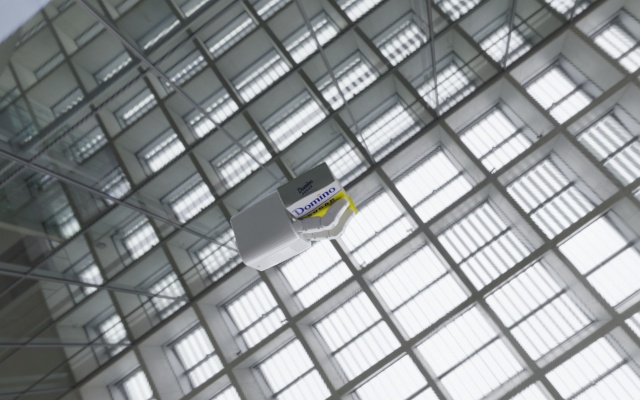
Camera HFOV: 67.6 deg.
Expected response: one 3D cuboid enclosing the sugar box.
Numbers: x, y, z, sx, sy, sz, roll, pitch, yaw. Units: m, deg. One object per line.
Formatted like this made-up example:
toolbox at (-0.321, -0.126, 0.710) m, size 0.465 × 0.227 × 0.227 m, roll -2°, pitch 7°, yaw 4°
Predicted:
sugar box at (0.000, 0.003, 0.827) m, size 0.093 × 0.048 × 0.176 m, roll -29°, pitch -22°, yaw 6°
